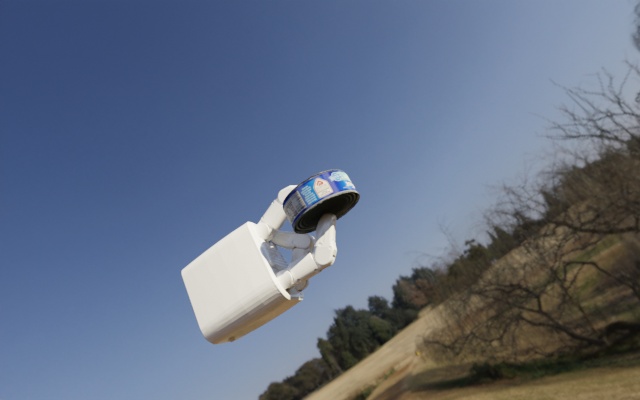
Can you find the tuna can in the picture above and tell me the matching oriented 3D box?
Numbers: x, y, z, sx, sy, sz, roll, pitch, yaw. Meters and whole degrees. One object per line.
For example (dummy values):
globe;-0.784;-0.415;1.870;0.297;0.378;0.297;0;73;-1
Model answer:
tuna can;0.000;0.001;0.549;0.086;0.033;0.086;-26;-20;-10
